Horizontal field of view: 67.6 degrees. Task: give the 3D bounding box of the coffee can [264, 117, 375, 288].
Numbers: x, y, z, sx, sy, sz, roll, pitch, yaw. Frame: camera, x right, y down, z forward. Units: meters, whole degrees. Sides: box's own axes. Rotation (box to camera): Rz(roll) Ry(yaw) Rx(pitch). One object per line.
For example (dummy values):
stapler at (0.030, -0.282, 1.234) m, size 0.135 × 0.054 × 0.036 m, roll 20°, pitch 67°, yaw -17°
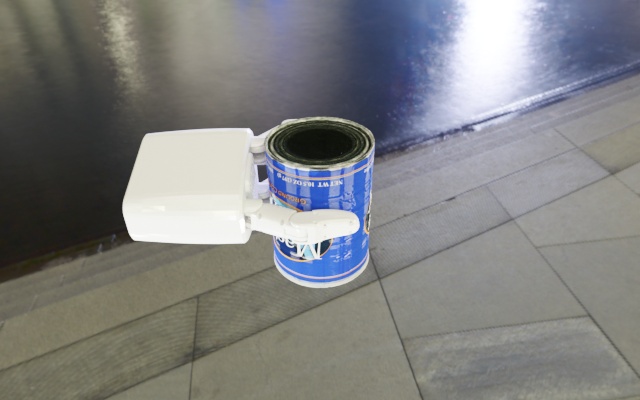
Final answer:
coffee can at (0.000, 0.002, 0.479) m, size 0.103 × 0.140 × 0.102 m, roll -1°, pitch 35°, yaw 0°
